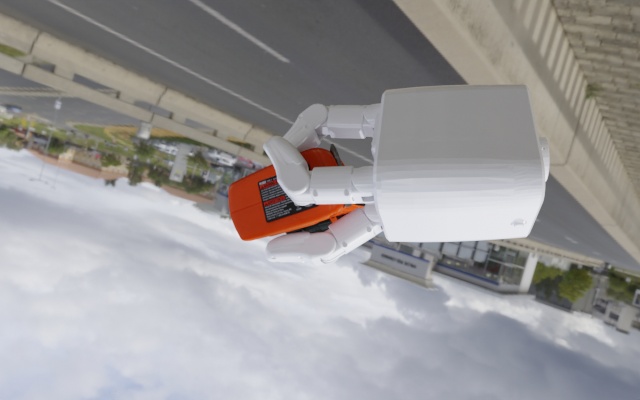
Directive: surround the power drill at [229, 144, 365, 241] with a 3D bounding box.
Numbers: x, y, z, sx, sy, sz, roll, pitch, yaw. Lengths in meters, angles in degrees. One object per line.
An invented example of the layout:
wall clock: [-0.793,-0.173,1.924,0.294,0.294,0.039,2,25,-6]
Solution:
power drill: [0.000,0.001,0.461,0.184,0.057,0.187,-21,-10,28]
